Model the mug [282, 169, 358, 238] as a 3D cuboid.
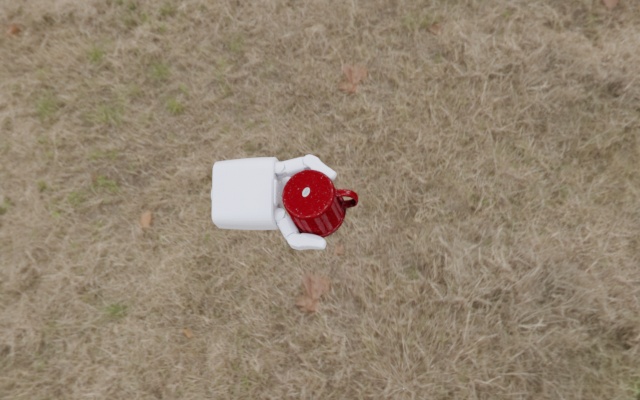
[{"bbox_3d":[0.001,0.002,0.741,0.117,0.093,0.081,-5,-22,10],"label":"mug"}]
